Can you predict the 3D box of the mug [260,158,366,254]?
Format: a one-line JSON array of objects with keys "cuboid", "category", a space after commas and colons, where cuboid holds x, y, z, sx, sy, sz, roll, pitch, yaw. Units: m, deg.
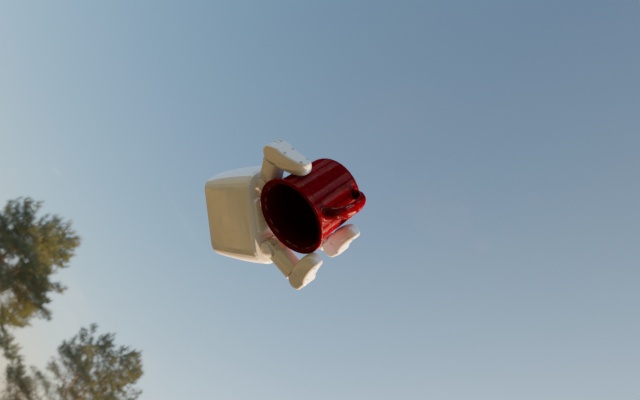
[{"cuboid": [0.001, 0.002, 0.543, 0.117, 0.093, 0.081, 0, 25, 45], "category": "mug"}]
